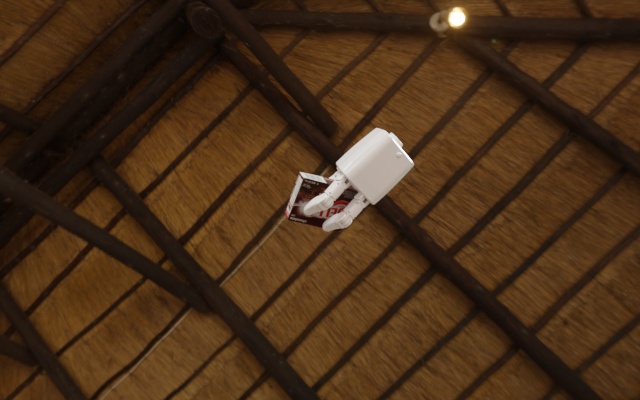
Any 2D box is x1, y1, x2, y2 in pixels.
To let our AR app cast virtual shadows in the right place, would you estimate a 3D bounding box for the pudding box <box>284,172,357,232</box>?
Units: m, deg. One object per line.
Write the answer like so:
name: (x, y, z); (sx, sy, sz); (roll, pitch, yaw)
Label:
pudding box: (0.000, 0.003, 0.893); (0.113, 0.090, 0.039); (14, 21, -20)
